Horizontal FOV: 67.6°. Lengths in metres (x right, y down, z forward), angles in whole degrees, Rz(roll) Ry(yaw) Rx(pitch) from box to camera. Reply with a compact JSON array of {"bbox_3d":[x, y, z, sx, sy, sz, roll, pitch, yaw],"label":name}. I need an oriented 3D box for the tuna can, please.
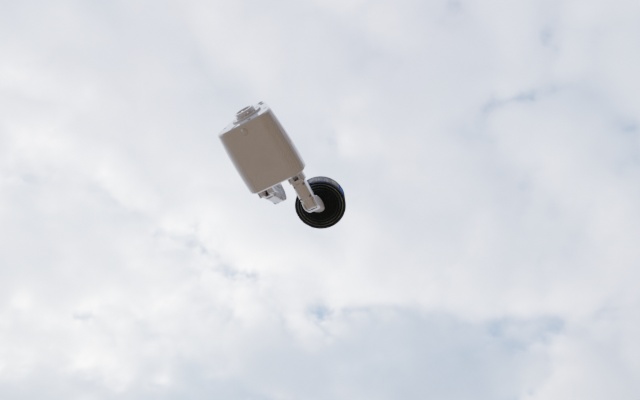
[{"bbox_3d":[0.000,0.002,0.808,0.086,0.086,0.033,0,23,1],"label":"tuna can"}]
